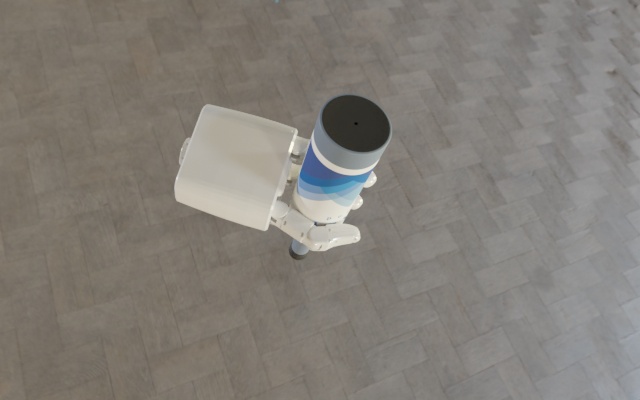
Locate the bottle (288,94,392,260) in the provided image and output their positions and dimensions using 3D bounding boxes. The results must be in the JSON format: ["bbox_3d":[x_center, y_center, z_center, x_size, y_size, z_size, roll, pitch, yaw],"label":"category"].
[{"bbox_3d":[0.000,0.002,0.542,0.069,0.069,0.296,0,-28,-14],"label":"bottle"}]
